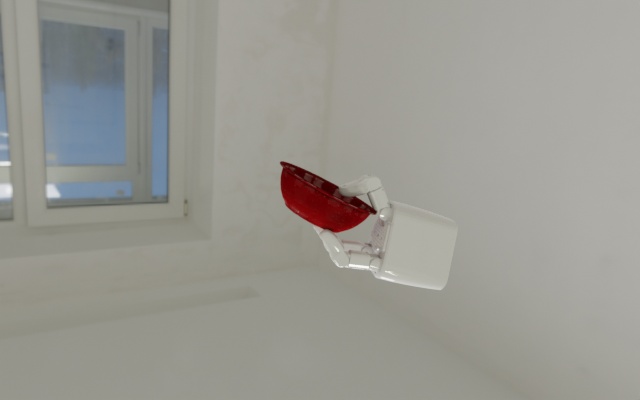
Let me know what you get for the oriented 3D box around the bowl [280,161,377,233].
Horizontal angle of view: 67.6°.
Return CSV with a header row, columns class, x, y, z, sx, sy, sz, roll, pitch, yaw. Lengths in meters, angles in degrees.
class,x,y,z,sx,sy,sz,roll,pitch,yaw
bowl,-0.001,0.002,0.709,0.162,0.055,0.162,28,7,-4
